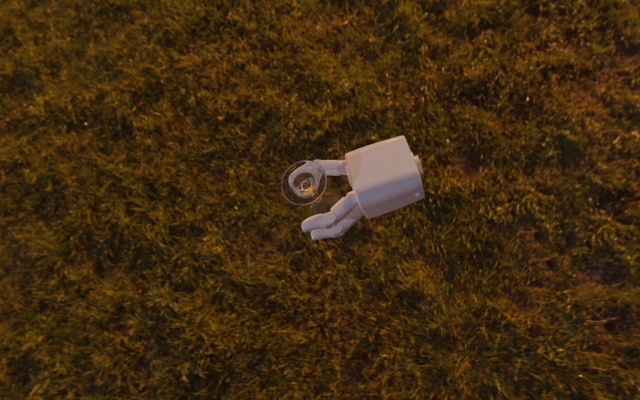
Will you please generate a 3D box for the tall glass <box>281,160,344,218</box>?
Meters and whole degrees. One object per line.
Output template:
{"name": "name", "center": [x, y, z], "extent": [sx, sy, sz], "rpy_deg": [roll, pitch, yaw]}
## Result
{"name": "tall glass", "center": [0.000, 0.002, 0.829], "extent": [0.079, 0.079, 0.201], "rpy_deg": [0, -18, 16]}
